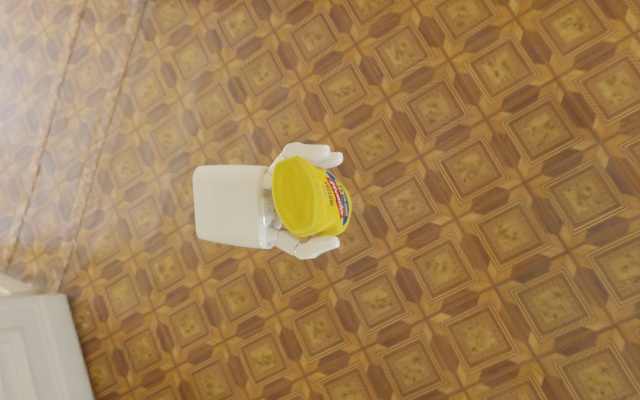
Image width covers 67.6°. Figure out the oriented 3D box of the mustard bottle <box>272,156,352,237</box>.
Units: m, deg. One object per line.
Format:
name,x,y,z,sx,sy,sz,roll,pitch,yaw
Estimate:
mustard bottle,0.000,0.002,0.652,0.058,0.096,0.191,-20,-12,17
